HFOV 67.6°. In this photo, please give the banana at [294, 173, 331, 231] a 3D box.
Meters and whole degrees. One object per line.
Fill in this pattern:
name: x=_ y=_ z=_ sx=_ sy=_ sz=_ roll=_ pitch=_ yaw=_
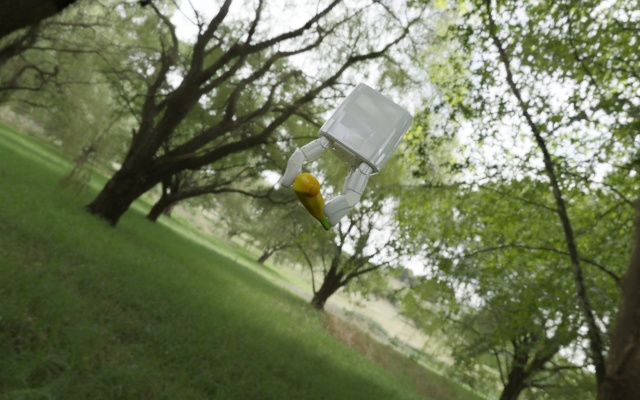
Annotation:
banana: x=-0.012 y=-0.009 z=0.750 sx=0.069 sy=0.037 sz=0.198 roll=43 pitch=-7 yaw=18
